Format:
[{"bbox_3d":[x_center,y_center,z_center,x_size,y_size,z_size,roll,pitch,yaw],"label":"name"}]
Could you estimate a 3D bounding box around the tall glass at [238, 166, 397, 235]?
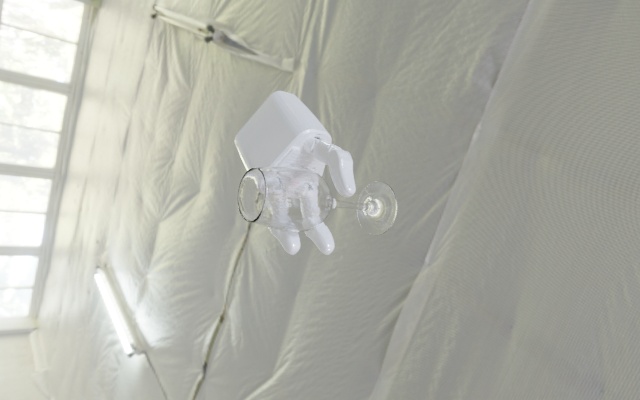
[{"bbox_3d":[0.001,0.002,0.591,0.201,0.079,0.079,6,-4,-39],"label":"tall glass"}]
